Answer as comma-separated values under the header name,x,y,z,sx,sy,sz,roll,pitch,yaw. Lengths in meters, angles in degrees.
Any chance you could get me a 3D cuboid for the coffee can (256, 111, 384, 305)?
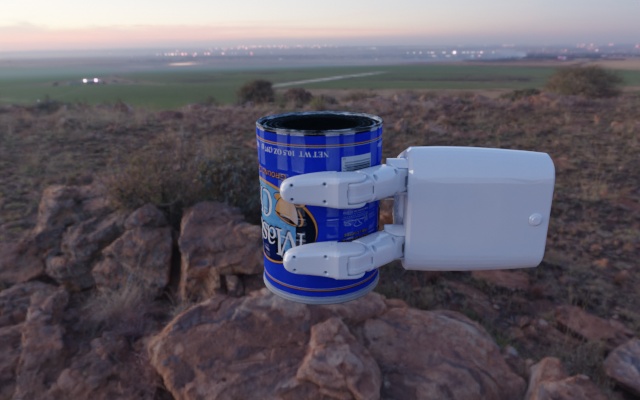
name,x,y,z,sx,sy,sz,roll,pitch,yaw
coffee can,0.000,0.001,0.405,0.103,0.140,0.102,-1,18,0
